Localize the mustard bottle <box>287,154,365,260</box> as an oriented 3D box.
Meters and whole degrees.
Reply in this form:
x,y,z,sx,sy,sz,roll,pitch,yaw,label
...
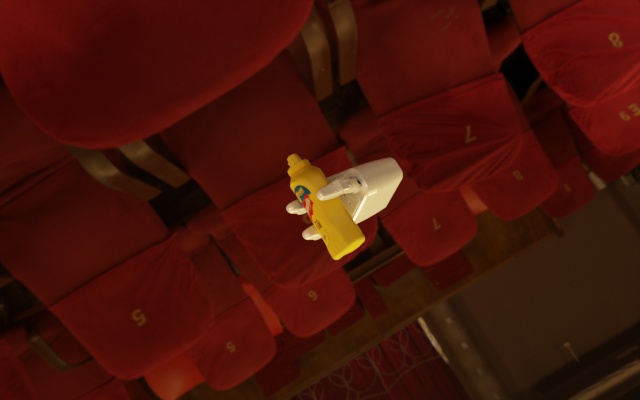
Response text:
x,y,z,sx,sy,sz,roll,pitch,yaw,label
0.000,0.003,0.805,0.058,0.191,0.096,-28,-12,-16,mustard bottle
